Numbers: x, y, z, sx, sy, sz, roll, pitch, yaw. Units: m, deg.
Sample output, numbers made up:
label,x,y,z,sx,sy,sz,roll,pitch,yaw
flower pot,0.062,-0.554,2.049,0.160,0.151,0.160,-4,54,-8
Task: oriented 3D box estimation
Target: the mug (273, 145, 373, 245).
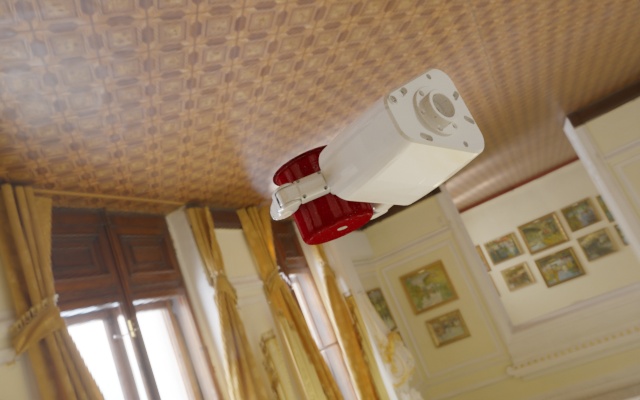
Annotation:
label,x,y,z,sx,sy,sz,roll,pitch,yaw
mug,-0.001,0.003,0.529,0.093,0.081,0.117,-13,-18,-35
